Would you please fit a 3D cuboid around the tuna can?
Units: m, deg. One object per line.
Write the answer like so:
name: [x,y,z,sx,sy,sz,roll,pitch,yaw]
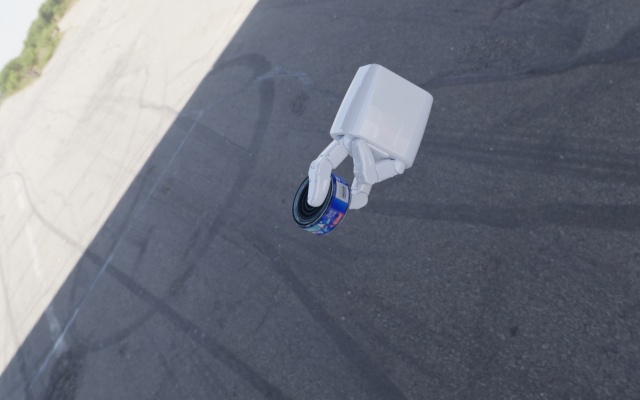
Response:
tuna can: [0.000,0.002,0.641,0.034,0.086,0.086,26,-16,-35]
